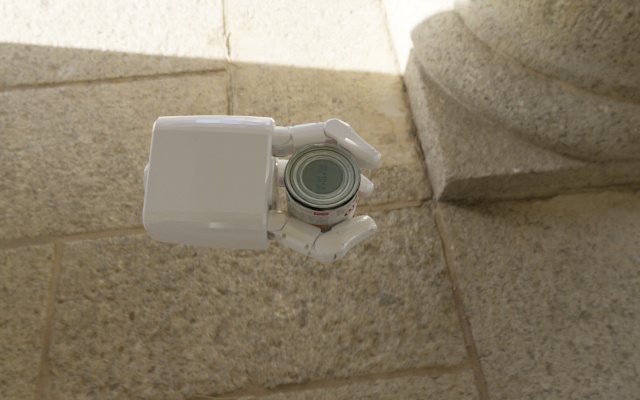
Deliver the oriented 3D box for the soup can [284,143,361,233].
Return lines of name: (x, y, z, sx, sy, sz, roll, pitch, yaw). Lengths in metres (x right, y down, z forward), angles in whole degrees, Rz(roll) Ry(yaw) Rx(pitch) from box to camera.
soup can: (0.001, 0.001, 0.447, 0.068, 0.068, 0.102, 0, -28, -2)
